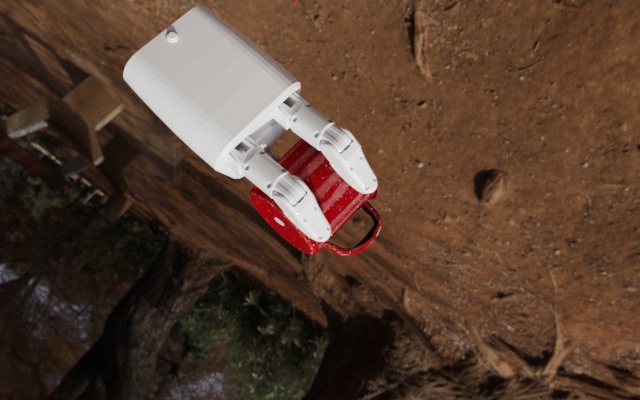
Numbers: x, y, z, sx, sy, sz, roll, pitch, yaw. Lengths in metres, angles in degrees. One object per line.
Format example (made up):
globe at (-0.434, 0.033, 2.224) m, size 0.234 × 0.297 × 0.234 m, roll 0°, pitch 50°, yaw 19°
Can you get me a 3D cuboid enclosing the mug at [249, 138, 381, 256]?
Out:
mug at (0.001, 0.003, 0.427) m, size 0.117 × 0.081 × 0.093 m, roll 42°, pitch -16°, yaw 6°
